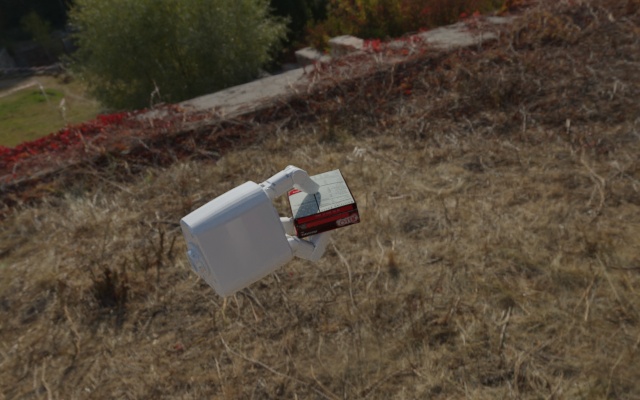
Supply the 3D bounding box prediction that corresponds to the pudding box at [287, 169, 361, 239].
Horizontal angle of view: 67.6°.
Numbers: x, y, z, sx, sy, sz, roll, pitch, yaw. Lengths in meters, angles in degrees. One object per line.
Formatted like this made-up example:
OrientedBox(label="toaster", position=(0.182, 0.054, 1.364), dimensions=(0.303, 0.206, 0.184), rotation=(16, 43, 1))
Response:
OrientedBox(label="pudding box", position=(0.000, 0.002, 0.686), dimensions=(0.090, 0.039, 0.113), rotation=(-14, 32, -3))
